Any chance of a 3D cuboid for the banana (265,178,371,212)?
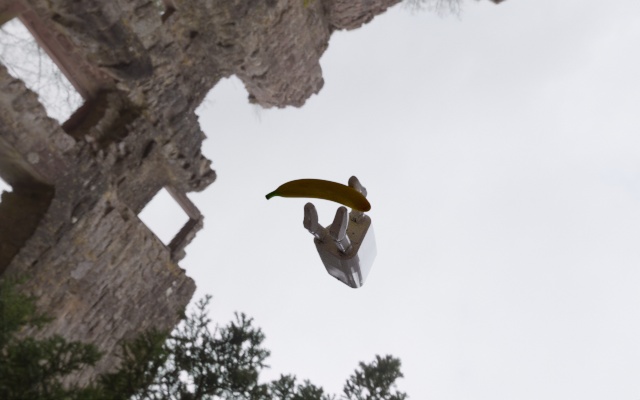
[{"bbox_3d":[0.003,-0.010,0.864,0.198,0.037,0.069,5,46,20],"label":"banana"}]
